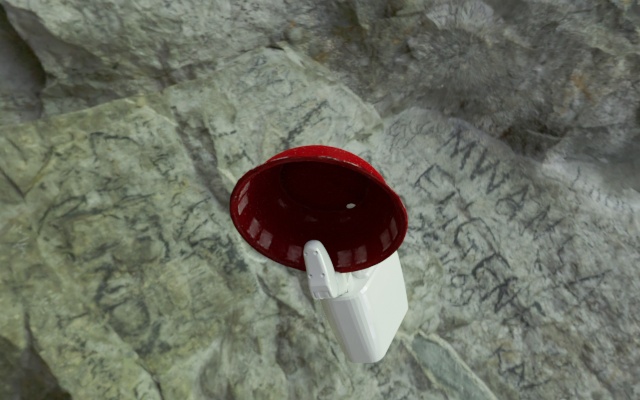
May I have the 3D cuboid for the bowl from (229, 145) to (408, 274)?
[{"bbox_3d":[0.000,0.000,0.446,0.162,0.055,0.162,5,-42,5],"label":"bowl"}]
